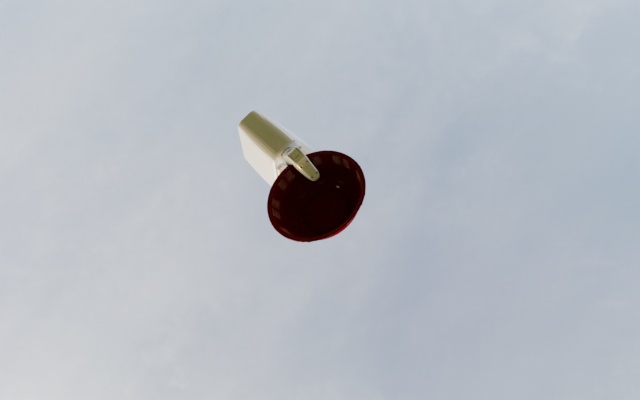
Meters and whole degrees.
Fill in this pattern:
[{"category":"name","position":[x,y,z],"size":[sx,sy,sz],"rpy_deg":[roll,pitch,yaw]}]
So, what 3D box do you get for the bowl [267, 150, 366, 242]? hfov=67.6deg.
[{"category":"bowl","position":[0.001,0.004,0.746],"size":[0.162,0.162,0.055],"rpy_deg":[0,-30,24]}]
